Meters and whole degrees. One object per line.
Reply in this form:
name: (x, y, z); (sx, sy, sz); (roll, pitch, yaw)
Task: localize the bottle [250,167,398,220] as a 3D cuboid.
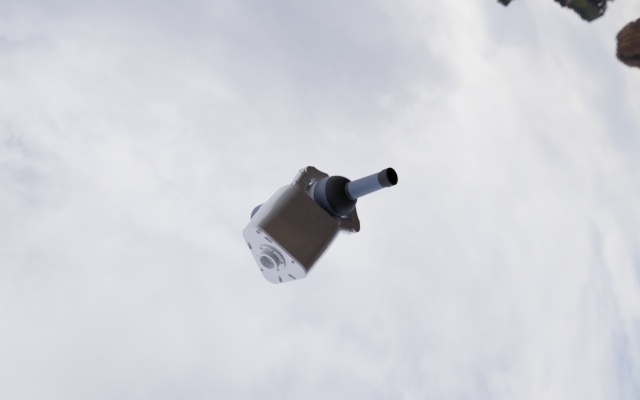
bottle: (0.000, 0.003, 0.774); (0.069, 0.069, 0.296); (0, -15, -46)
